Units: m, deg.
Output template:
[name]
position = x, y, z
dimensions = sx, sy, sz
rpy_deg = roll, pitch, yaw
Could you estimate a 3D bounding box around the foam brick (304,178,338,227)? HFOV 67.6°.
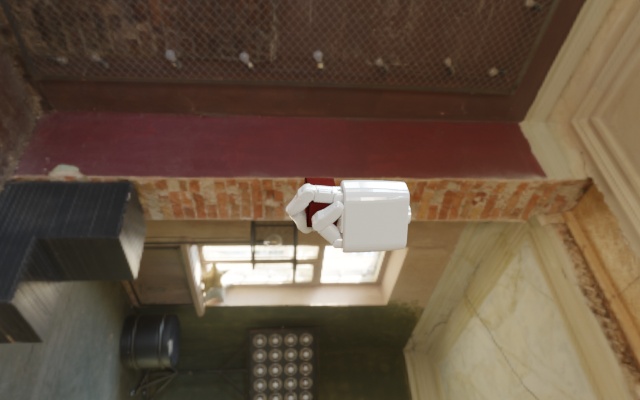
[foam brick]
position = 0.000, 0.002, 0.808
dimensions = 0.051, 0.053, 0.078
rpy_deg = -2, 35, -5
